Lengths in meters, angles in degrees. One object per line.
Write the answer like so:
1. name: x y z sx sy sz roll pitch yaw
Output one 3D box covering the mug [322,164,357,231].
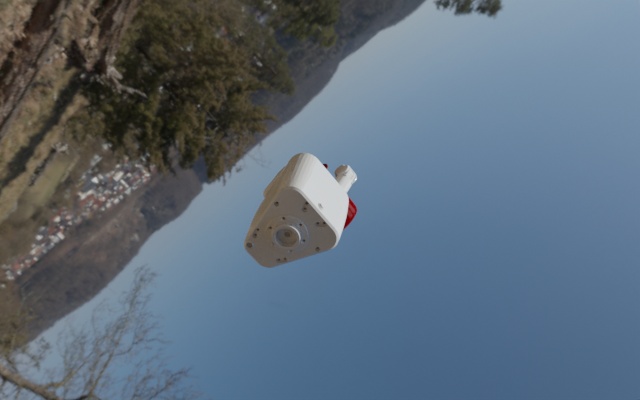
1. mug: 0.000 0.002 0.700 0.093 0.081 0.117 -34 15 22
